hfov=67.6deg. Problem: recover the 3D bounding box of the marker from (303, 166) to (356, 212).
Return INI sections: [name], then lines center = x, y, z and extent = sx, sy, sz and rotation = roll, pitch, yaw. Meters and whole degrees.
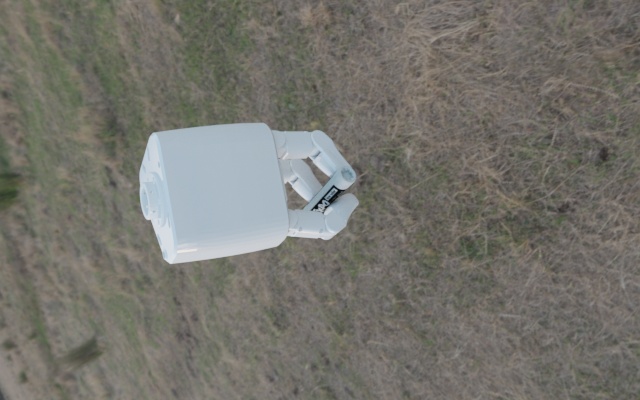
[marker]
center = 0.000, 0.002, 0.500
extent = 0.020, 0.020, 0.121
rotation = 0, -26, -29
